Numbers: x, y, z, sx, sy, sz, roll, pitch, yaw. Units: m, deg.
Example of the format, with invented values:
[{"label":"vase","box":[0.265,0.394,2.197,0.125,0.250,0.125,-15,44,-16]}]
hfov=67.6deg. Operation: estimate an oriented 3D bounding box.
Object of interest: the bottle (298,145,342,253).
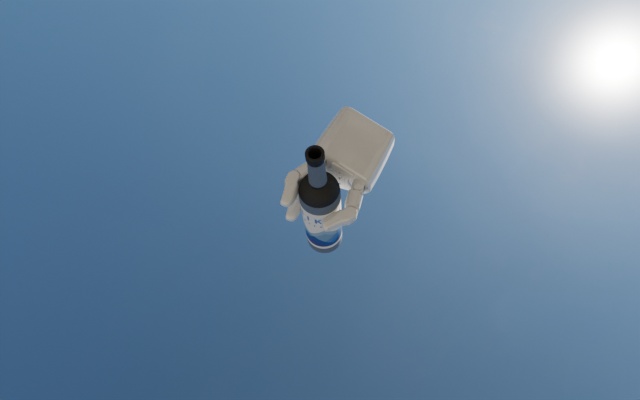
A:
[{"label":"bottle","box":[0.000,0.003,0.778,0.069,0.069,0.296,0,-27,3]}]
